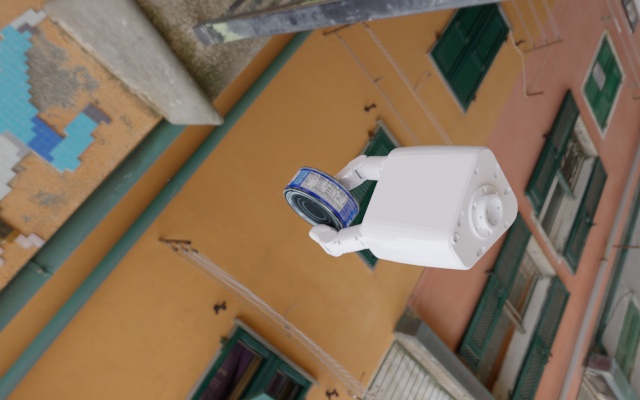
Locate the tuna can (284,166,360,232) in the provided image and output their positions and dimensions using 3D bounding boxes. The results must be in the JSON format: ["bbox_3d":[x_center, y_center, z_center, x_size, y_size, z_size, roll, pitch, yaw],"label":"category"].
[{"bbox_3d":[0.000,0.002,0.550,0.086,0.033,0.086,31,-21,13],"label":"tuna can"}]
